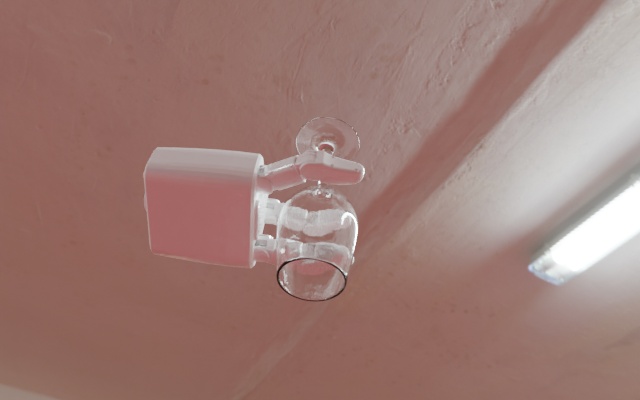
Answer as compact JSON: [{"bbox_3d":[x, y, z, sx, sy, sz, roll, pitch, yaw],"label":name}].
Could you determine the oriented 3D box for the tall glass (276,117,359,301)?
[{"bbox_3d":[0.000,0.001,0.485,0.079,0.079,0.200,0,43,6],"label":"tall glass"}]
